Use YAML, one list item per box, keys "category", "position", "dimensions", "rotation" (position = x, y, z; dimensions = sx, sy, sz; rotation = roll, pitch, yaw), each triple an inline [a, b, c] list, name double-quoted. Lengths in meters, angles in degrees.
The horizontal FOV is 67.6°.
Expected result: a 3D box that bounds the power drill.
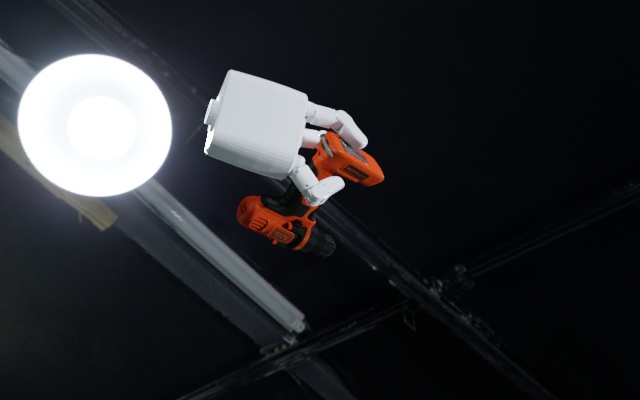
- category: "power drill"
  position: [0.000, 0.002, 0.696]
  dimensions: [0.184, 0.188, 0.057]
  rotation: [28, 26, -40]
